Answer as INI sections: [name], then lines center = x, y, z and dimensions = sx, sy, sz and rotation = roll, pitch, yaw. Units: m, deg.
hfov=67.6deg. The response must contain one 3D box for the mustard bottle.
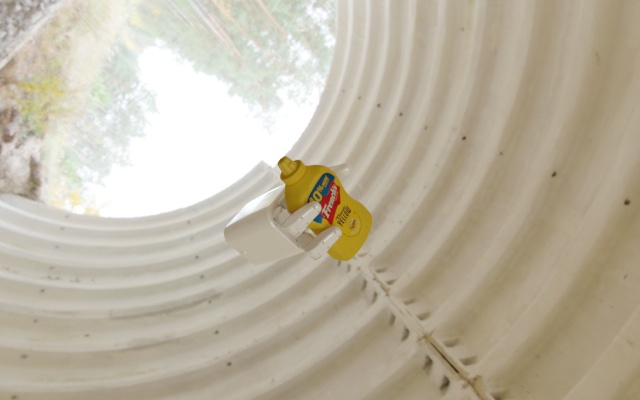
[mustard bottle]
center = 0.001, 0.003, 0.731
dimensions = 0.058, 0.096, 0.192
rotation = 0, -39, 50
